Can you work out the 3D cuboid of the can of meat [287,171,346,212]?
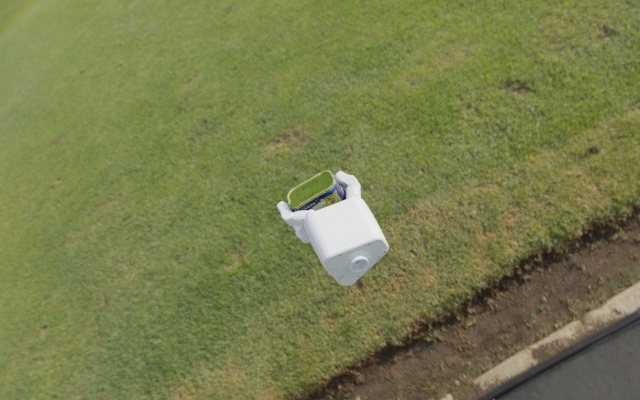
[{"bbox_3d":[0.000,0.003,0.881,0.102,0.057,0.084,-30,-47,10],"label":"can of meat"}]
